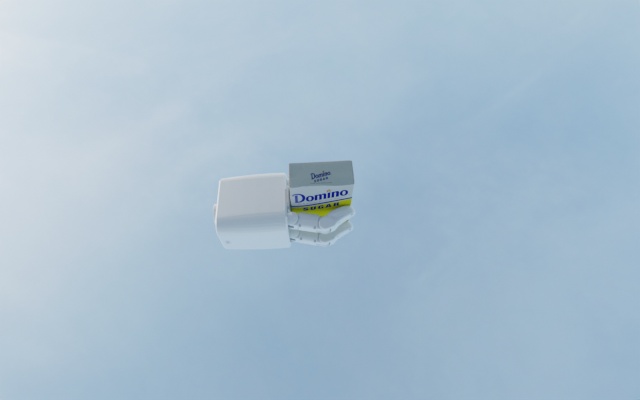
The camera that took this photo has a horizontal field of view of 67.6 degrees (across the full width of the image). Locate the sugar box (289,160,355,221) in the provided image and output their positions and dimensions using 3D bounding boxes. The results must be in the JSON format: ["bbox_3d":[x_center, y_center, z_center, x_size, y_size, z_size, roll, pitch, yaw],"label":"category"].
[{"bbox_3d":[0.000,0.003,0.741,0.093,0.048,0.176,-3,-25,-2],"label":"sugar box"}]
